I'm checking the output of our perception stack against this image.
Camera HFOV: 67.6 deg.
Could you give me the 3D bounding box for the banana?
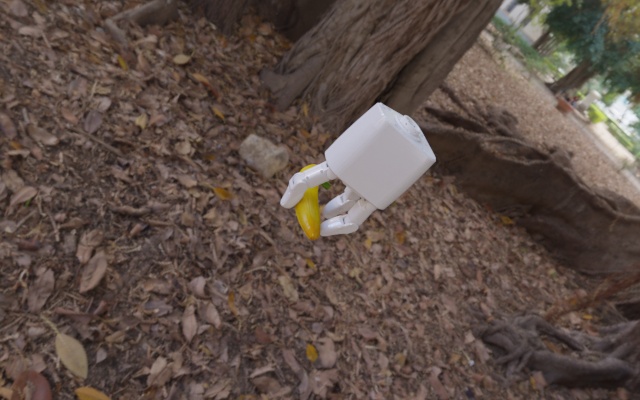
[{"bbox_3d":[-0.012,-0.012,0.751,0.037,0.069,0.197,-40,14,23],"label":"banana"}]
